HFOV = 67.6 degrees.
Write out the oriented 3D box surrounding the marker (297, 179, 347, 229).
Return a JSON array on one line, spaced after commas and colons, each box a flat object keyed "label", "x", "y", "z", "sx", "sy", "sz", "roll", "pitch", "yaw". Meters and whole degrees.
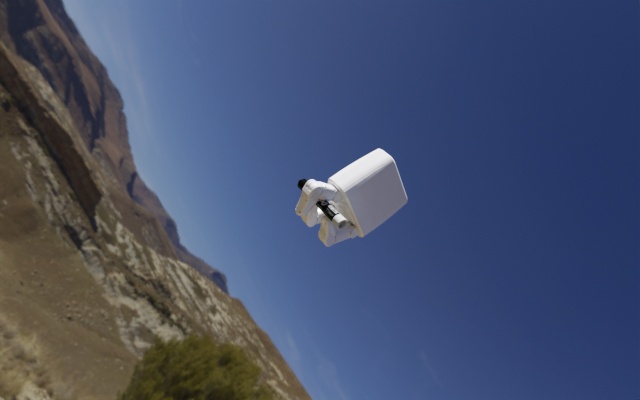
[{"label": "marker", "x": 0.000, "y": 0.003, "z": 0.759, "sx": 0.020, "sy": 0.020, "sz": 0.121, "roll": 0, "pitch": 34, "yaw": -42}]
